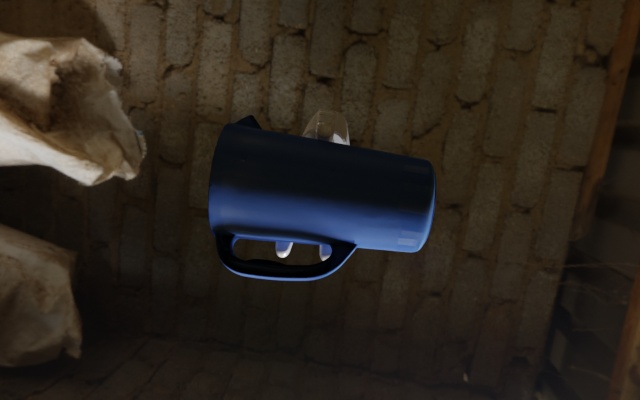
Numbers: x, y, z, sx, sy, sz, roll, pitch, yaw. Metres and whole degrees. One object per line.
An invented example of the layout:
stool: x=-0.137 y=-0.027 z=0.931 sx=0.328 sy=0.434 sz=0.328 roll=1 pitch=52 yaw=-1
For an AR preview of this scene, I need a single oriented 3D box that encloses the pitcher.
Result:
pitcher: x=0.000 y=0.002 z=0.547 sx=0.243 sy=0.149 sz=0.145 roll=8 pitch=28 yaw=2
